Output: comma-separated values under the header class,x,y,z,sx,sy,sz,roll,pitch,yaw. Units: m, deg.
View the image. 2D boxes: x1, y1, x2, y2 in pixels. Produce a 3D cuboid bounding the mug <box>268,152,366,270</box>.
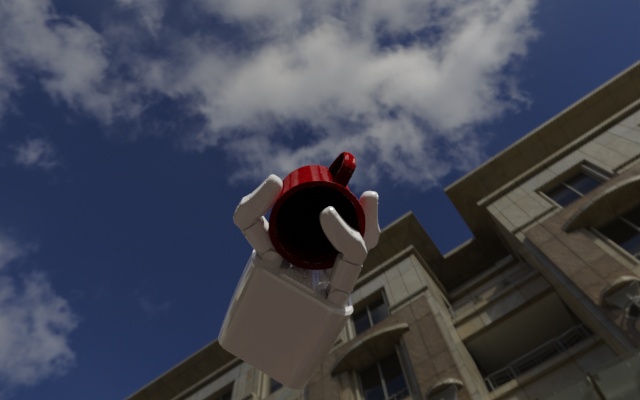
class,x,y,z,sx,sy,sz,roll,pitch,yaw
mug,0.001,0.000,0.488,0.093,0.117,0.081,25,16,-12
